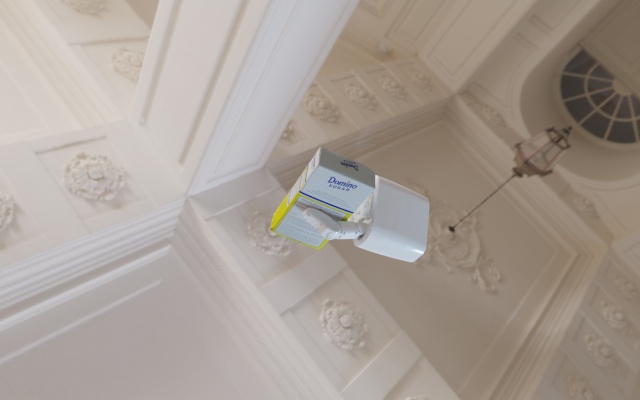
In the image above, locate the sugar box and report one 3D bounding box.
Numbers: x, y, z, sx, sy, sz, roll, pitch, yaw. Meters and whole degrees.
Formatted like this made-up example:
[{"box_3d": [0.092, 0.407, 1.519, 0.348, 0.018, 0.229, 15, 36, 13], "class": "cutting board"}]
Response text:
[{"box_3d": [0.000, 0.002, 0.726, 0.093, 0.048, 0.176, 22, -46, -17], "class": "sugar box"}]
